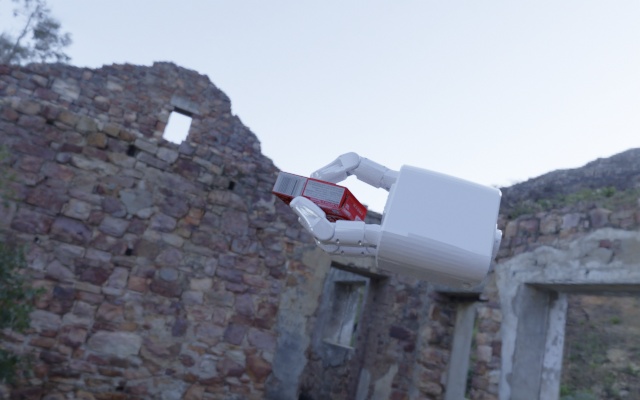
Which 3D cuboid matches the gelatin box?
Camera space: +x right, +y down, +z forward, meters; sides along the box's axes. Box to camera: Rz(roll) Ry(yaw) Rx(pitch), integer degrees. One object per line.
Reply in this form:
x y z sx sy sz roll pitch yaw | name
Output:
0.000 0.001 0.539 0.089 0.030 0.073 15 -14 26 | gelatin box
